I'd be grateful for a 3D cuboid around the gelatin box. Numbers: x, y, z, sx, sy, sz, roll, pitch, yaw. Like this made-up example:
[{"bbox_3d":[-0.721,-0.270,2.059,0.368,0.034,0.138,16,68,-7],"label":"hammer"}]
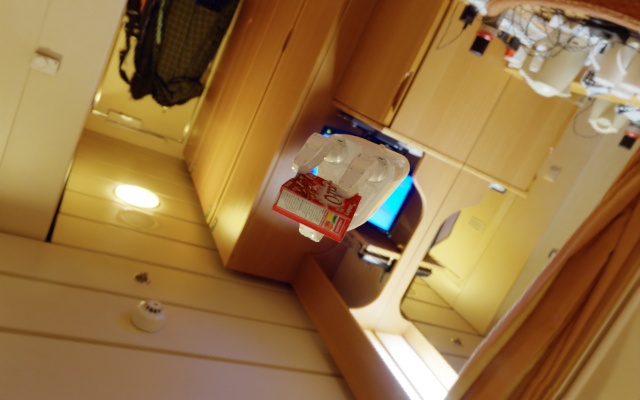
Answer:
[{"bbox_3d":[0.000,0.002,0.480,0.073,0.030,0.089,26,18,5],"label":"gelatin box"}]
